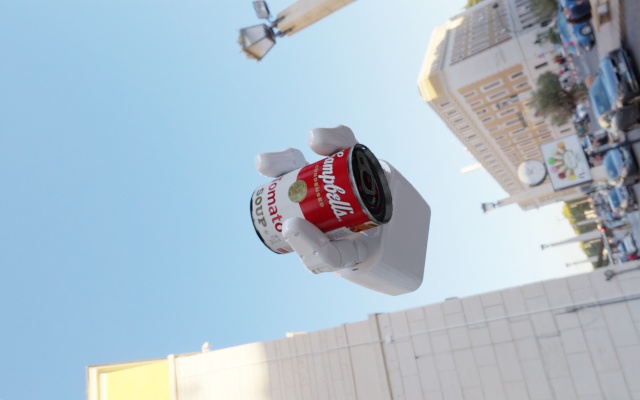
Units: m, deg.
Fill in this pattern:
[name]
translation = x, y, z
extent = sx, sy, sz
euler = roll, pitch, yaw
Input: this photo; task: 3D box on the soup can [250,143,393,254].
[soup can]
translation = 0.000, 0.001, 0.402
extent = 0.102, 0.068, 0.068
euler = -20, -10, 28
